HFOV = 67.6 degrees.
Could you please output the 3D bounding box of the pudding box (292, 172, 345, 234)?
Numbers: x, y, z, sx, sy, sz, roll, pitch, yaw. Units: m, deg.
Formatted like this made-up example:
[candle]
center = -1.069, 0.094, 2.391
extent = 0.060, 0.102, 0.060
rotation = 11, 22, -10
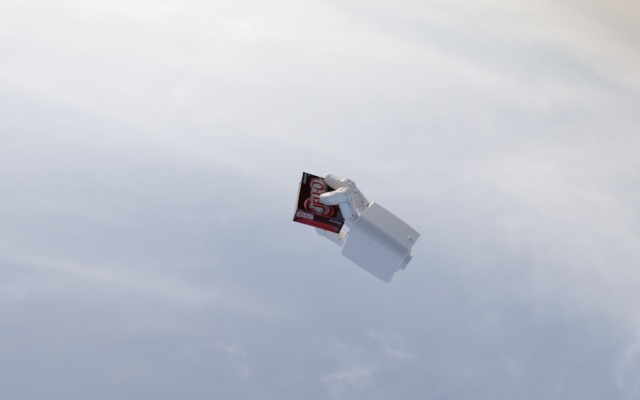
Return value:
[pudding box]
center = 0.000, 0.003, 0.879
extent = 0.090, 0.039, 0.113
rotation = 17, 36, -9
